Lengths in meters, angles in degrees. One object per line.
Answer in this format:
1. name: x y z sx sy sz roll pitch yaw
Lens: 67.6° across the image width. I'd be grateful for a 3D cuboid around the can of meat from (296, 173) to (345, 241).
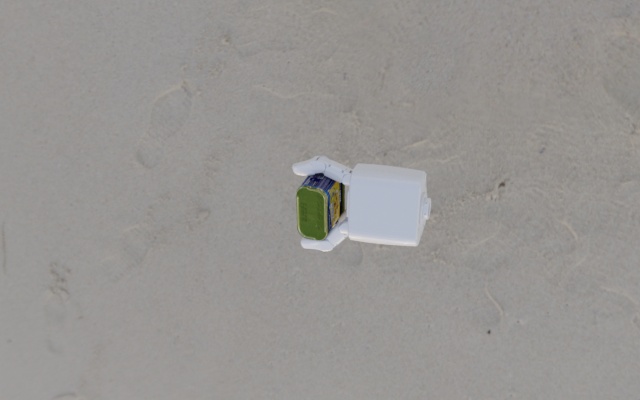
1. can of meat: 0.000 0.003 0.769 0.057 0.102 0.084 9 32 18
